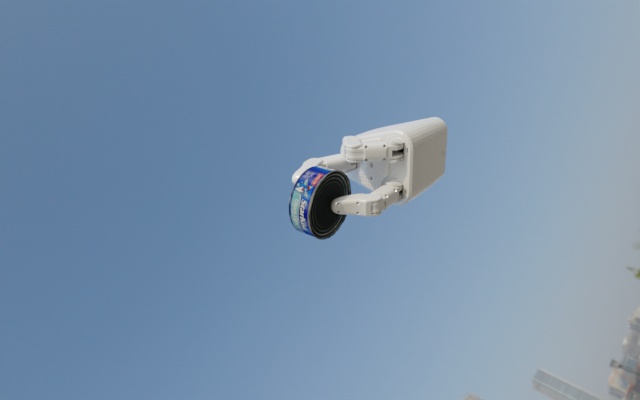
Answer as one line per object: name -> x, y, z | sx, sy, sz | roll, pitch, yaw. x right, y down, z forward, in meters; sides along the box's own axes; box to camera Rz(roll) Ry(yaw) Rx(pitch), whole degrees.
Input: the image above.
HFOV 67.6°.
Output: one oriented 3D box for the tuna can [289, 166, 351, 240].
tuna can -> 0.000, 0.002, 0.578 | 0.033, 0.086, 0.086 | 18, 10, 33
